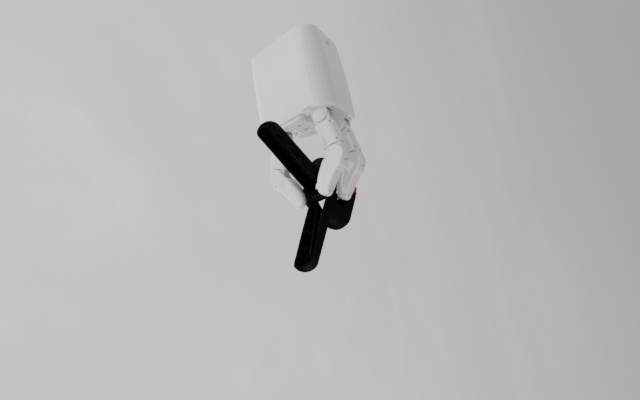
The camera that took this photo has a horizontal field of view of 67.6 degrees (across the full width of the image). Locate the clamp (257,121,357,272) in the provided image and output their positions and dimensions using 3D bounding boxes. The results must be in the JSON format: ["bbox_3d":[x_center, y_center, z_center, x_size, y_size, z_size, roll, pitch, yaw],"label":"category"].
[{"bbox_3d":[0.000,0.002,0.580,0.036,0.164,0.210,-17,-11,23],"label":"clamp"}]
